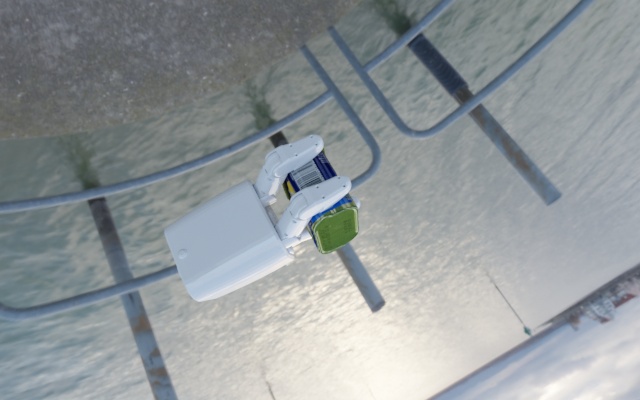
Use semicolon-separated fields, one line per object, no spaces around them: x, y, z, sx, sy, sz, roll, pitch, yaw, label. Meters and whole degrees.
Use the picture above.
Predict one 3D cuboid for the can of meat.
0.000;0.002;0.524;0.057;0.084;0.102;-27;-26;-6;can of meat
